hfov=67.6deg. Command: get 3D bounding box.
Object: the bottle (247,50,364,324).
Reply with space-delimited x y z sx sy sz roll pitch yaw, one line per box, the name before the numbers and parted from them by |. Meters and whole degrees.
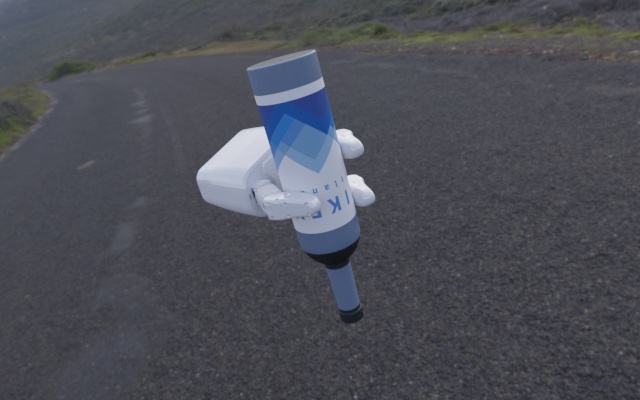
bottle | 0.000 0.001 0.494 0.069 0.296 0.069 -13 22 5
